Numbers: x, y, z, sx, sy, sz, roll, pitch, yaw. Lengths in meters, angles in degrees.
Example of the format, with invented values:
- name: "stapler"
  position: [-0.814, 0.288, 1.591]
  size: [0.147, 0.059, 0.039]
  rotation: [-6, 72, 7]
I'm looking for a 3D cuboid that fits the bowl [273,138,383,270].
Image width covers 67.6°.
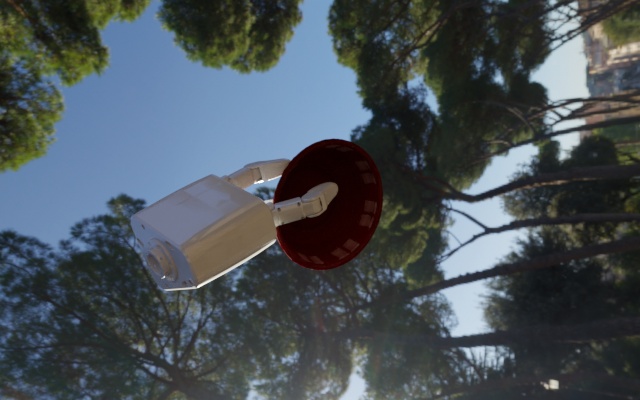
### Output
- name: "bowl"
  position: [0.001, 0.002, 0.596]
  size: [0.162, 0.162, 0.055]
  rotation: [0, 10, -33]
